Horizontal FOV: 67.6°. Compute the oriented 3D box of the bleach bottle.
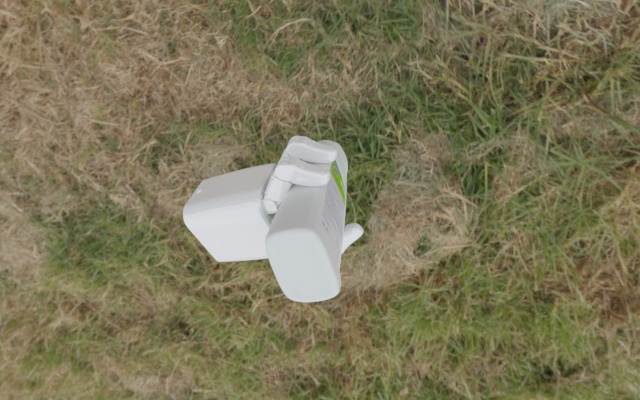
[{"bbox_3d":[0.000,0.002,0.595,0.068,0.103,0.250,-9,30,17],"label":"bleach bottle"}]
